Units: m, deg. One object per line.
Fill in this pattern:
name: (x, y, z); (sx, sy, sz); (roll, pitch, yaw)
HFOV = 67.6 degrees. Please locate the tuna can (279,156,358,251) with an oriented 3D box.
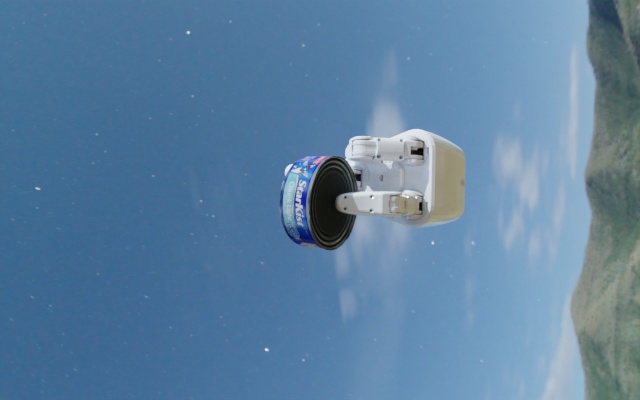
tuna can: (0.000, 0.001, 0.440); (0.034, 0.086, 0.086); (5, 2, 33)
